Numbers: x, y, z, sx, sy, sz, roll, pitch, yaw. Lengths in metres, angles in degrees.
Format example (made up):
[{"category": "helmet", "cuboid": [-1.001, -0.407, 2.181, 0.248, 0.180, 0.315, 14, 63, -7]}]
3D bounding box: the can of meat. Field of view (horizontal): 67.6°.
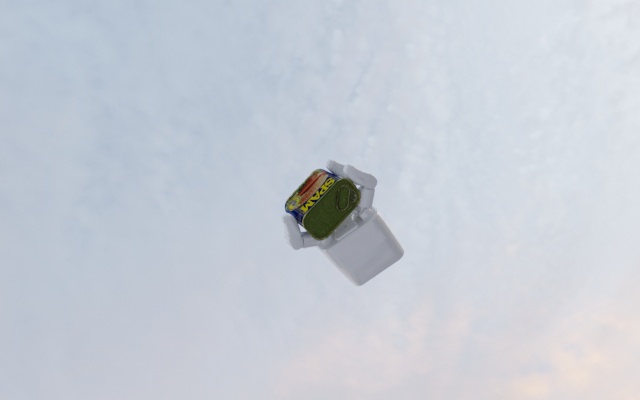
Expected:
[{"category": "can of meat", "cuboid": [0.000, 0.002, 0.752, 0.057, 0.102, 0.084, 48, -8, -31]}]
